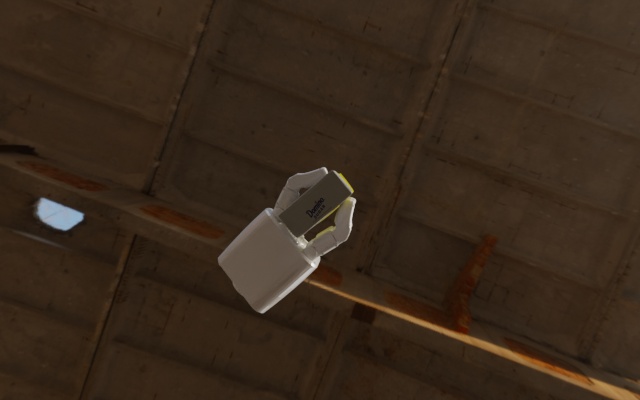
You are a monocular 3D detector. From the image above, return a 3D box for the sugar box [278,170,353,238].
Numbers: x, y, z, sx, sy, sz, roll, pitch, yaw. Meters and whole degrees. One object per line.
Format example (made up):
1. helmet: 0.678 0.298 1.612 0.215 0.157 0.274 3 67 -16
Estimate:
1. sugar box: 0.000 0.003 0.678 0.093 0.048 0.176 -40 1 6
